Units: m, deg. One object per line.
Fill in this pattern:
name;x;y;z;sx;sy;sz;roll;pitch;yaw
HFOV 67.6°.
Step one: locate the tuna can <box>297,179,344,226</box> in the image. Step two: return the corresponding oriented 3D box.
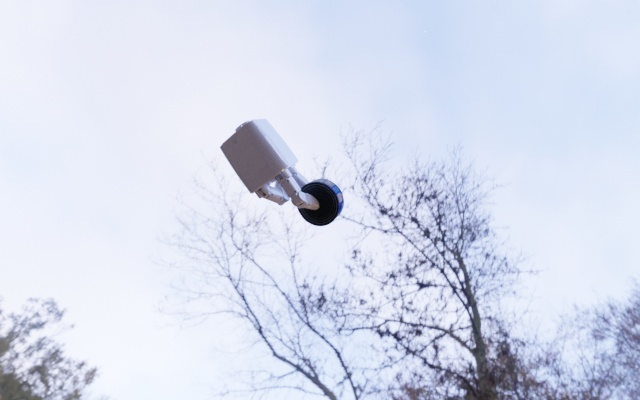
tuna can;0.000;0.003;0.894;0.086;0.086;0.033;0;16;23
